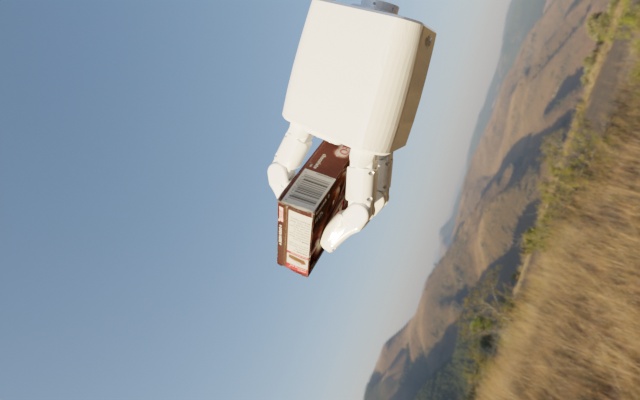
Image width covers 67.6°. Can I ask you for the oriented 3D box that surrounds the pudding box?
[{"bbox_3d":[0.000,0.001,0.452,0.039,0.090,0.113,22,48,17],"label":"pudding box"}]
